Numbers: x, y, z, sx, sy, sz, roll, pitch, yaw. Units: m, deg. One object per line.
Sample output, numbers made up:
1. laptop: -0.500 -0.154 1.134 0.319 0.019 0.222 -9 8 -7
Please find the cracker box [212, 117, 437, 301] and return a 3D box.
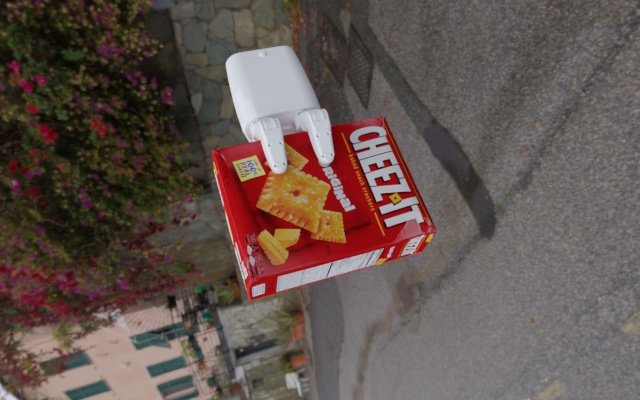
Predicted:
1. cracker box: 0.000 0.002 0.548 0.213 0.164 0.072 -14 -24 -14
